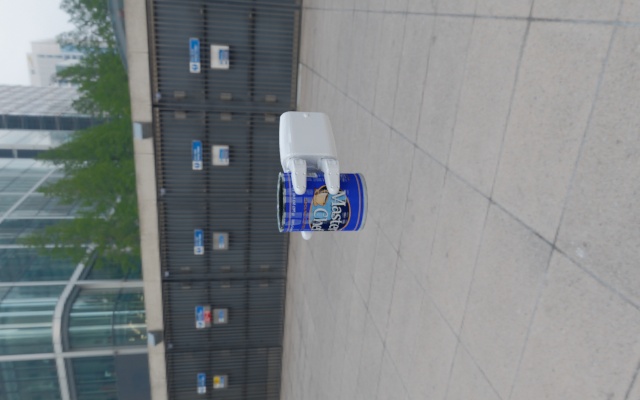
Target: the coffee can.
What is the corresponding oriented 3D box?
[{"bbox_3d":[0.000,0.003,0.821,0.140,0.103,0.103,0,0,-11],"label":"coffee can"}]
